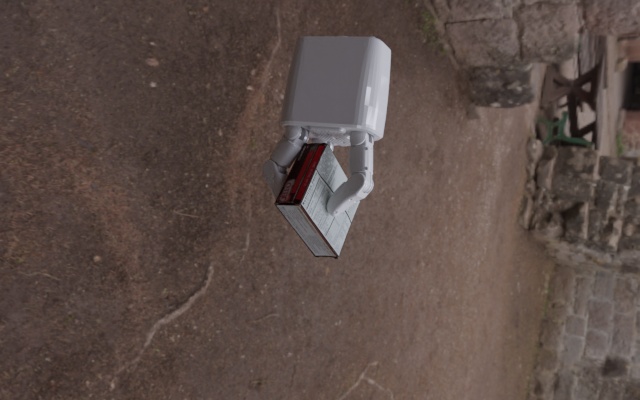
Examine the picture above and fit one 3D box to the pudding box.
[{"bbox_3d":[0.000,0.002,0.559,0.039,0.090,0.114,2,-36,33],"label":"pudding box"}]
